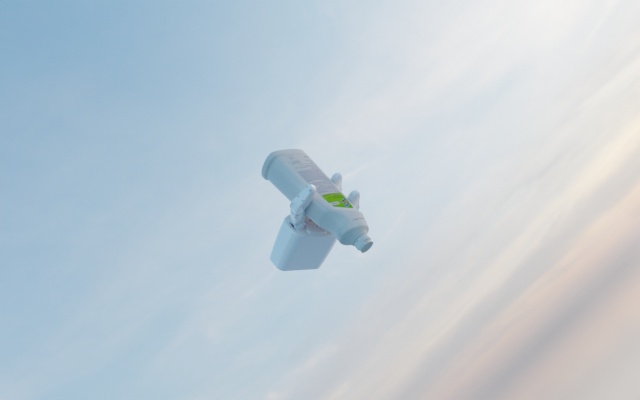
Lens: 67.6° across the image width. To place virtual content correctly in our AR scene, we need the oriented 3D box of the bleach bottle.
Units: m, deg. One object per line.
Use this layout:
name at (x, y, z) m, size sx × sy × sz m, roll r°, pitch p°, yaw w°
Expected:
bleach bottle at (0.000, 0.003, 0.889) m, size 0.102 × 0.068 × 0.250 m, roll -13°, pitch 50°, yaw -44°
